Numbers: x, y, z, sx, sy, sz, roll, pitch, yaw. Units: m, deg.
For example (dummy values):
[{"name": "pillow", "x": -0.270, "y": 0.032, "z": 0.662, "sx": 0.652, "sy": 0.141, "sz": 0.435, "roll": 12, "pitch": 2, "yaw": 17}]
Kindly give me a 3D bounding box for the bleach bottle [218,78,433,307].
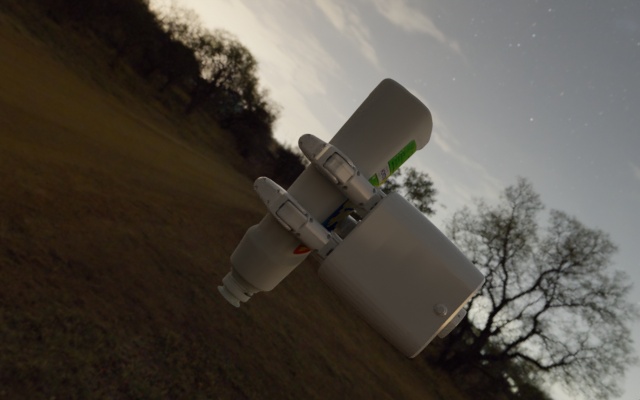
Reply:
[{"name": "bleach bottle", "x": 0.000, "y": 0.001, "z": 0.463, "sx": 0.068, "sy": 0.251, "sz": 0.102, "roll": 43, "pitch": -1, "yaw": 13}]
